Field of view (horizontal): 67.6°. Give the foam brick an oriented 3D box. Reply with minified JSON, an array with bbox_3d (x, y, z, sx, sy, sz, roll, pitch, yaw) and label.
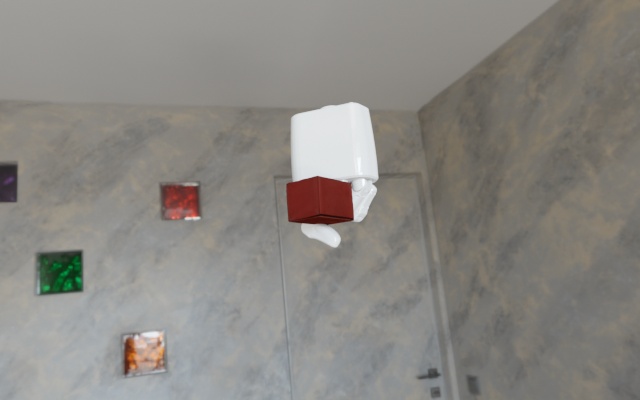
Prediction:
[{"bbox_3d":[0.000,0.002,0.617,0.053,0.051,0.078,-11,-12,35],"label":"foam brick"}]
